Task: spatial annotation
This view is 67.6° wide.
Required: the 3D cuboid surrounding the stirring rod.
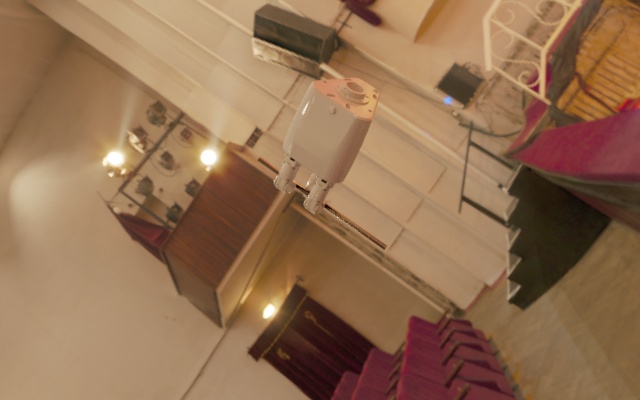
[{"bbox_3d":[0.000,0.002,0.728,0.239,0.011,0.011,35,7,11],"label":"stirring rod"}]
